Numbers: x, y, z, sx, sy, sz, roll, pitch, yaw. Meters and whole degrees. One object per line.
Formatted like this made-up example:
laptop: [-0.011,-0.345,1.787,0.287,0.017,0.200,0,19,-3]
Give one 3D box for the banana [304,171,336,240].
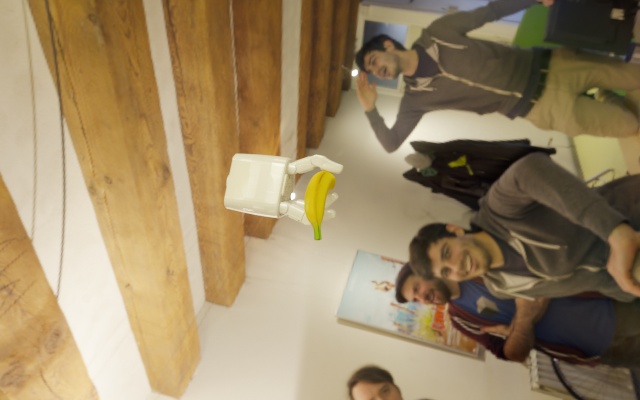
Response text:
banana: [-0.001,-0.012,0.831,0.037,0.070,0.197,4,30,9]
